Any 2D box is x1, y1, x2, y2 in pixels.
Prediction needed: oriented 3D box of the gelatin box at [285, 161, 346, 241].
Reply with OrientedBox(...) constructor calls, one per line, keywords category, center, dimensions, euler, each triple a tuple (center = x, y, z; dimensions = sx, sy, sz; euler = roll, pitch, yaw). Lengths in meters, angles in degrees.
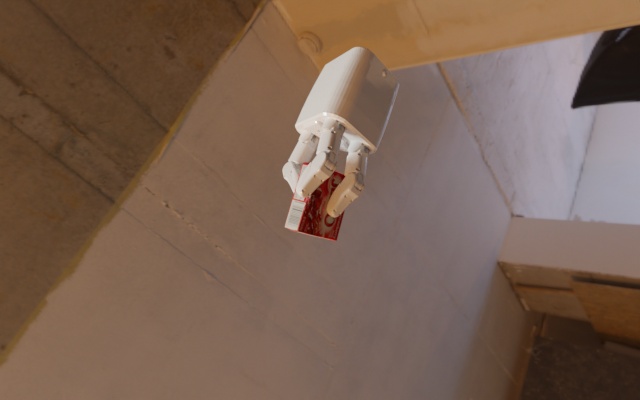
OrientedBox(category="gelatin box", center=(0.000, 0.002, 0.617), dimensions=(0.073, 0.089, 0.030), euler=(18, -2, -44))
